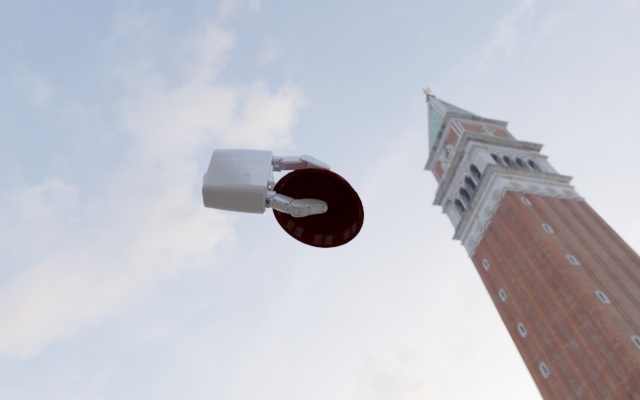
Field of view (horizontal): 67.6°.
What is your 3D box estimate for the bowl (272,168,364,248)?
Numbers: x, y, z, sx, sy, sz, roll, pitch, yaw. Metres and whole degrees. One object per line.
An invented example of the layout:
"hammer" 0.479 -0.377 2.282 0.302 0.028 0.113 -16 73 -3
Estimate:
"bowl" 0.001 0.003 0.815 0.162 0.162 0.055 0 33 18
